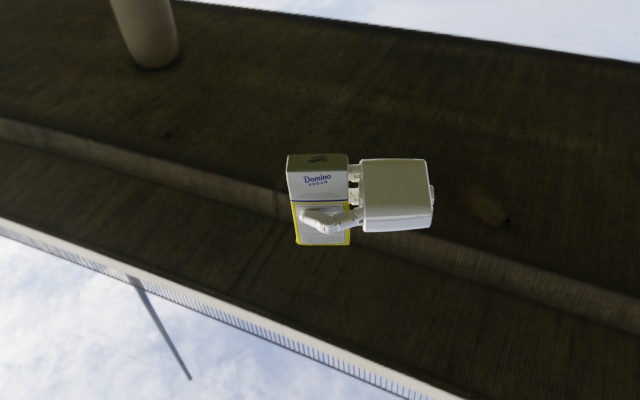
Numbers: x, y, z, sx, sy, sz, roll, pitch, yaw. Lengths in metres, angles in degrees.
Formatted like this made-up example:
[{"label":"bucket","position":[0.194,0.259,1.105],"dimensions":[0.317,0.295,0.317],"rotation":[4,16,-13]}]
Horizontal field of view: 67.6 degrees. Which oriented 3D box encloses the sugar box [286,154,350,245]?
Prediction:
[{"label":"sugar box","position":[0.000,0.002,0.769],"dimensions":[0.093,0.176,0.048],"rotation":[0,45,3]}]
